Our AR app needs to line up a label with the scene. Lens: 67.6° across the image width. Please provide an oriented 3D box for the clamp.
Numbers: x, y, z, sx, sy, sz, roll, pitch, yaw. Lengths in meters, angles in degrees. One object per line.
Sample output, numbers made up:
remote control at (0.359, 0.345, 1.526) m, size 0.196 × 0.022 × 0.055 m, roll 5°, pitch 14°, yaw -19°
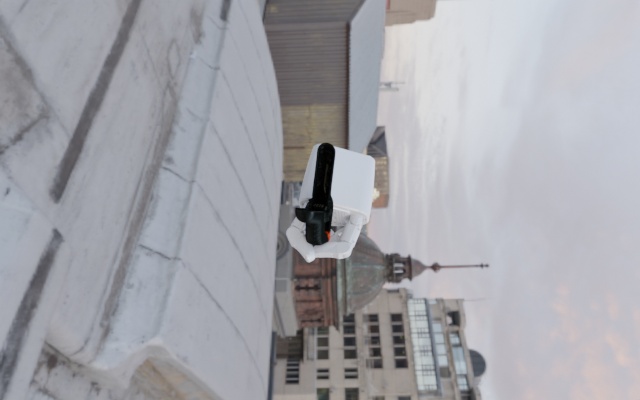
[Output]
clamp at (0.001, 0.003, 0.672) m, size 0.039 × 0.120 × 0.171 m, roll 19°, pitch -22°, yaw 11°
